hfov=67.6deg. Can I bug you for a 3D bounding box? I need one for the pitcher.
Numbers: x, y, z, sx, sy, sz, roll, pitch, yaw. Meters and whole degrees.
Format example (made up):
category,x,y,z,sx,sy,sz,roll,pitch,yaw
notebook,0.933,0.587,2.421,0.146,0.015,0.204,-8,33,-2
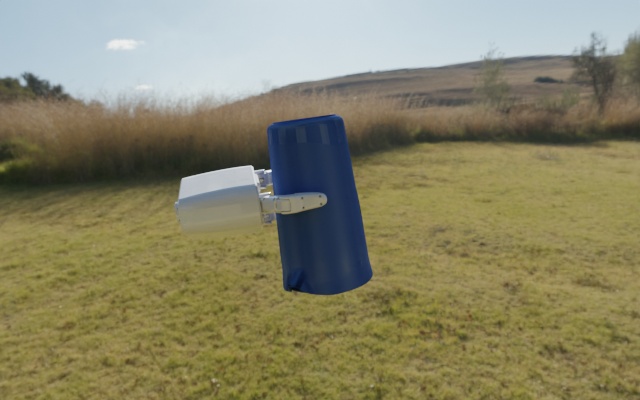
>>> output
category,x,y,z,sx,sy,sz,roll,pitch,yaw
pitcher,0.000,0.002,0.691,0.145,0.243,0.149,-9,10,-8
